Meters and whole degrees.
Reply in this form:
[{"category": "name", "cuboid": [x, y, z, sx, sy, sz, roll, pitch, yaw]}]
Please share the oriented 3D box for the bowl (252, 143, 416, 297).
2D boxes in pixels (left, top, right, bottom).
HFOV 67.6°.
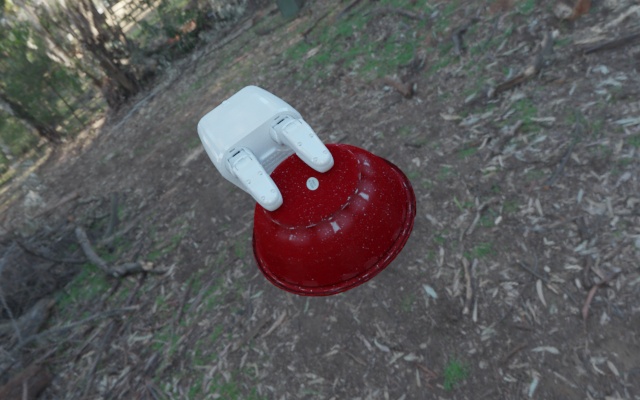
[{"category": "bowl", "cuboid": [0.001, 0.002, 0.427, 0.162, 0.162, 0.055, 0, -36, 26]}]
